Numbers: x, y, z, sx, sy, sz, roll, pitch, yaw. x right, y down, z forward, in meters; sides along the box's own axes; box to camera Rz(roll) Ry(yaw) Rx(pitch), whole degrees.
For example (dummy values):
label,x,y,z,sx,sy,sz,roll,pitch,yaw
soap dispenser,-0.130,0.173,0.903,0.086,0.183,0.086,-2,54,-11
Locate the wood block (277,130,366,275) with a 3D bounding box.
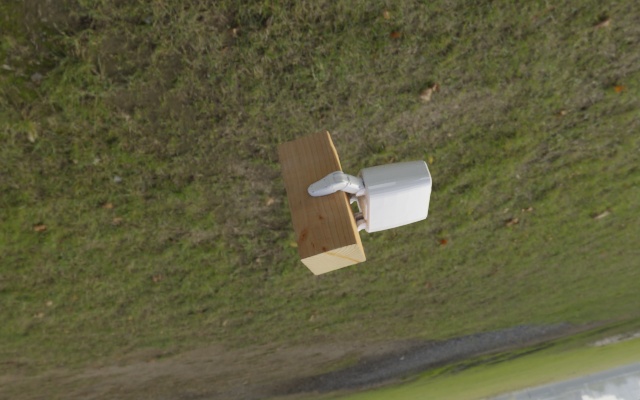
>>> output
label,x,y,z,sx,sy,sz,roll,pitch,yaw
wood block,0.000,0.002,0.781,0.090,0.206,0.091,-17,-27,7
